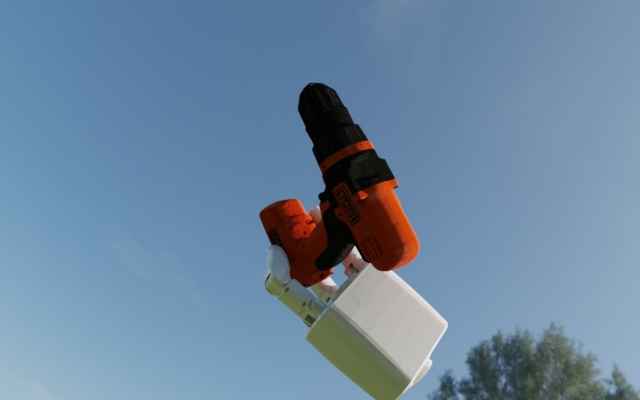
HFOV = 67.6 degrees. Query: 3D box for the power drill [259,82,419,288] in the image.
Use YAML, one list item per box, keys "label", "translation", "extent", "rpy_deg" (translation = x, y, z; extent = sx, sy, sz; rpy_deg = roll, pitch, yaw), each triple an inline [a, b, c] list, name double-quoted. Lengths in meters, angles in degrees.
- label: "power drill"
  translation: [0.000, 0.002, 0.481]
  extent: [0.057, 0.184, 0.188]
  rpy_deg: [-18, -13, -31]
